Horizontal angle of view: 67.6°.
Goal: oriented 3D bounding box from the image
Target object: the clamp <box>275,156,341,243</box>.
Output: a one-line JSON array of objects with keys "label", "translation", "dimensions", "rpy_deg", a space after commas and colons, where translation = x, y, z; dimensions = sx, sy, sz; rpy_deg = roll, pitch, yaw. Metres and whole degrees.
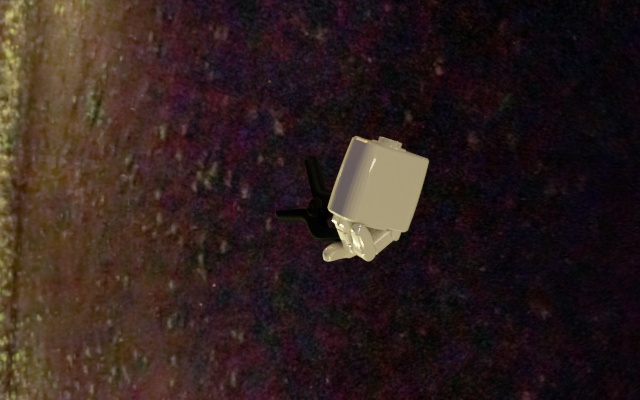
[{"label": "clamp", "translation": [0.000, 0.002, 0.741], "dimensions": [0.039, 0.120, 0.171], "rpy_deg": [10, 13, -45]}]
